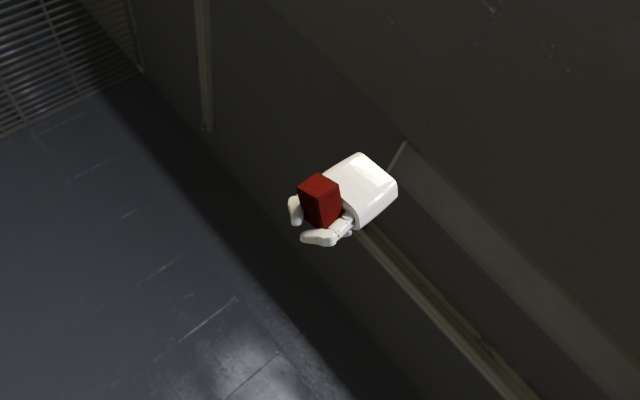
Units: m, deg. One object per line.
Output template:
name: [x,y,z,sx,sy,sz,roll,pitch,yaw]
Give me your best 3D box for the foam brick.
foam brick: [0.000,0.002,0.799,0.051,0.078,0.053,-35,47,-25]
